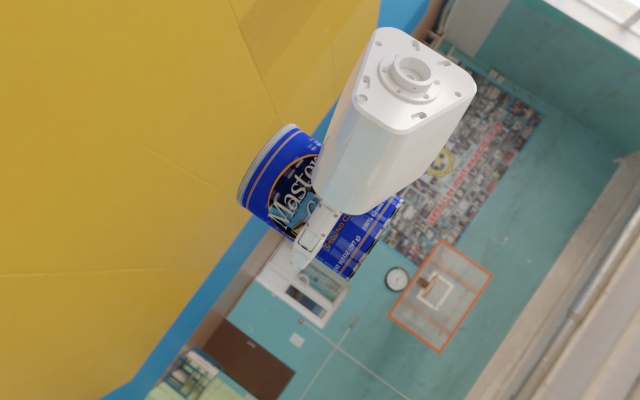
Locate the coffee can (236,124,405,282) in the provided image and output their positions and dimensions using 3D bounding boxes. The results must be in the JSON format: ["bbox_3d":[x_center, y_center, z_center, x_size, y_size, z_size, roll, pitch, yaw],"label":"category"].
[{"bbox_3d":[0.000,0.002,0.494,0.140,0.103,0.103,35,4,7],"label":"coffee can"}]
